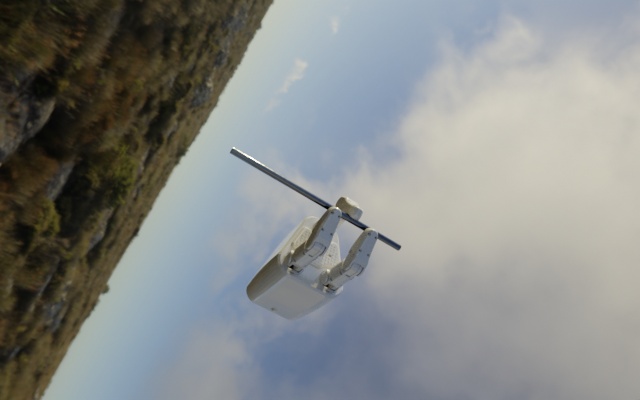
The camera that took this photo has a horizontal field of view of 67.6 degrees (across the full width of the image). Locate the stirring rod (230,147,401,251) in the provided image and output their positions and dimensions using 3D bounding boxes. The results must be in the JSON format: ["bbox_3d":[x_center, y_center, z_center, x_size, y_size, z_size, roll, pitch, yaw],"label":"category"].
[{"bbox_3d":[0.000,0.002,0.567,0.239,0.011,0.011,30,-10,-17],"label":"stirring rod"}]
